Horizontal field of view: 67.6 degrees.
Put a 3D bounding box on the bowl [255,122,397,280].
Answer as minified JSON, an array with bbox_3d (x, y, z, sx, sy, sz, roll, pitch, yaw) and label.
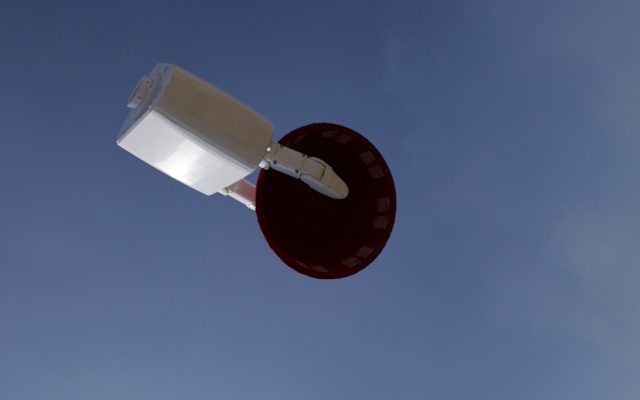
[{"bbox_3d":[0.001,0.003,0.513,0.162,0.162,0.055,0,-4,-25],"label":"bowl"}]
